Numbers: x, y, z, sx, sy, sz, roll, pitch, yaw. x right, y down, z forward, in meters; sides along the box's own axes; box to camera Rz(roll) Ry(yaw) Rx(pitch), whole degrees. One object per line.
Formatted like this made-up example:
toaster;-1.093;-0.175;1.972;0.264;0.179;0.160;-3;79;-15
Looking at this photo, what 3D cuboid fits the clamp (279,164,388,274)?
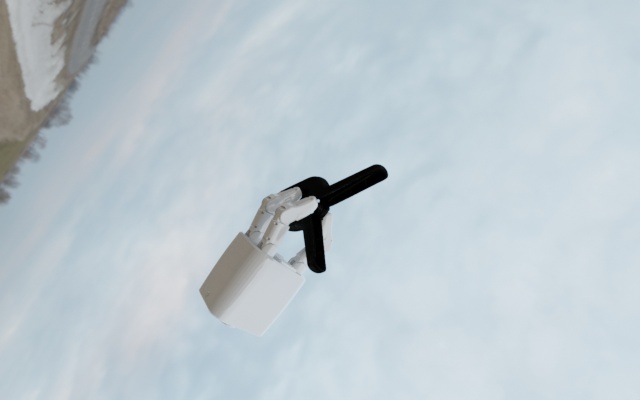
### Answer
clamp;0.000;0.003;0.686;0.036;0.164;0.210;42;-6;-29
